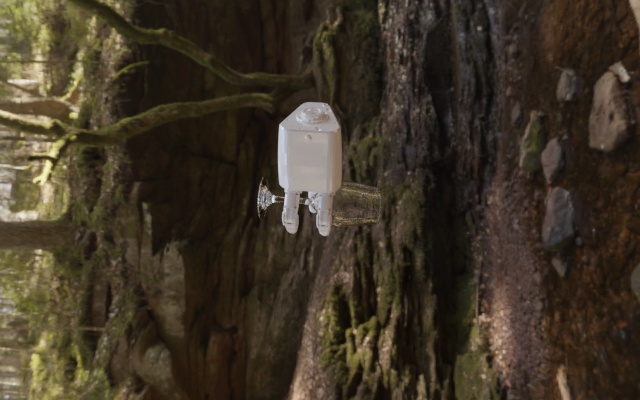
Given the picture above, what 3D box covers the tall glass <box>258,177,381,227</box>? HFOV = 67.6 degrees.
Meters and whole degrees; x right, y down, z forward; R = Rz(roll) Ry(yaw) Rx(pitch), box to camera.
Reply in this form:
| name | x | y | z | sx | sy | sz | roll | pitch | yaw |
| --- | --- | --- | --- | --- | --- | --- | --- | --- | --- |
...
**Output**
| name | x | y | z | sx | sy | sz | roll | pitch | yaw |
| --- | --- | --- | --- | --- | --- | --- | --- | --- | --- |
| tall glass | -0.001 | 0.003 | 0.808 | 0.201 | 0.079 | 0.079 | 4 | 0 | 5 |
